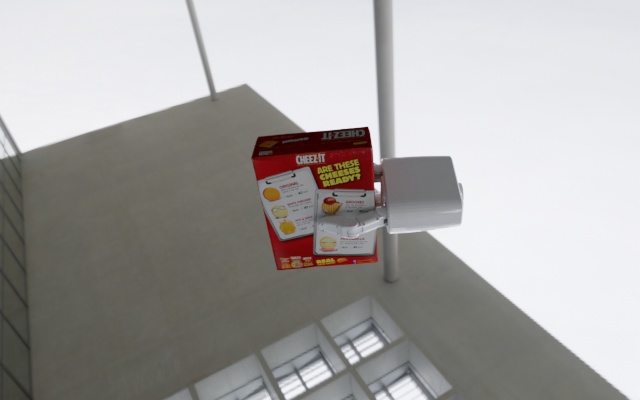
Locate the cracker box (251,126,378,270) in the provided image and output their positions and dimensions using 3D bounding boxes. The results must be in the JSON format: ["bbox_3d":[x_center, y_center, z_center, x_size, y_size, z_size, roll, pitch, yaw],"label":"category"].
[{"bbox_3d":[0.000,0.003,0.715,0.164,0.214,0.072,-5,37,4],"label":"cracker box"}]
